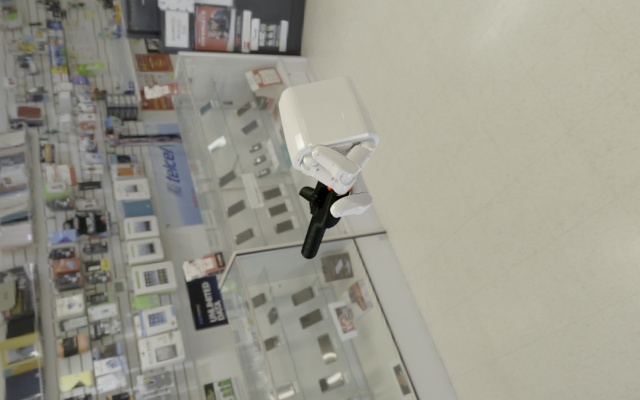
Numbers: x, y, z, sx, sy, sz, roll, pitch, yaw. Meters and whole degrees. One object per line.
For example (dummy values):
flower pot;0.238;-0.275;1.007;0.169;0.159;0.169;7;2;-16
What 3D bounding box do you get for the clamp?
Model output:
clamp;0.000;0.002;0.712;0.039;0.120;0.171;0;-30;-24
